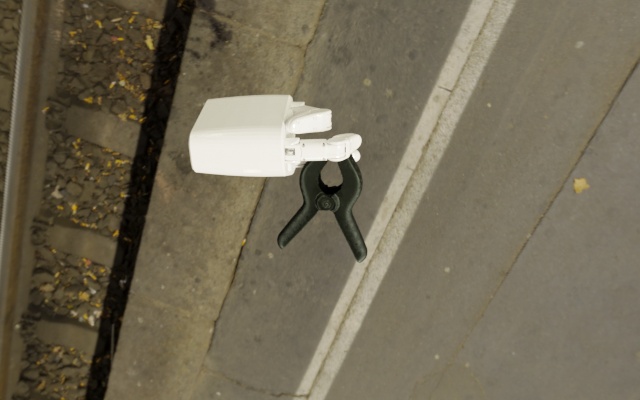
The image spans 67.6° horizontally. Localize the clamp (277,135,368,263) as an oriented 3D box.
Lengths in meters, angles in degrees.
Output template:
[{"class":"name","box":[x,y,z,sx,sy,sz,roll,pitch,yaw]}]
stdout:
[{"class":"clamp","box":[0.000,0.002,0.608,0.120,0.171,0.039,-1,22,2]}]
